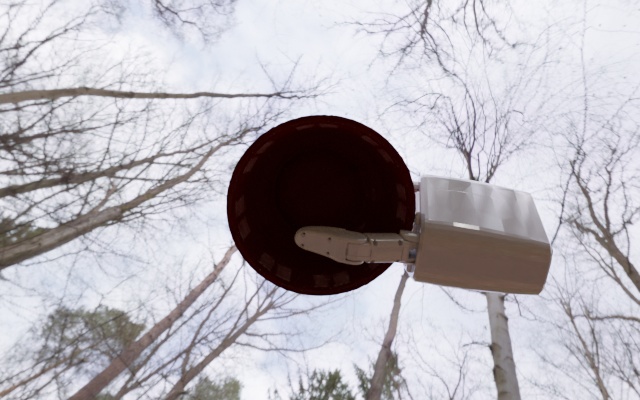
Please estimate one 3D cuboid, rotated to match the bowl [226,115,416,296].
[{"bbox_3d":[-0.001,0.001,0.428,0.162,0.162,0.055,0,17,-2],"label":"bowl"}]
